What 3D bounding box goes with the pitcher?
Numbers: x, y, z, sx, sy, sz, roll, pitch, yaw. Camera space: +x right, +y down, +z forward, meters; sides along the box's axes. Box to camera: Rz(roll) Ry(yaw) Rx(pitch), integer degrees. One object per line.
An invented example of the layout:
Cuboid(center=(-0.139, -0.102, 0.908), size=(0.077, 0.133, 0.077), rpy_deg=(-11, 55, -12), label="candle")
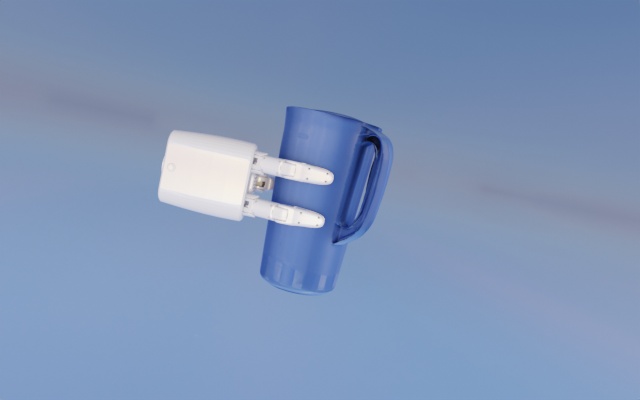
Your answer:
Cuboid(center=(0.000, 0.002, 0.648), size=(0.145, 0.243, 0.149), rpy_deg=(13, 5, -3), label="pitcher")
